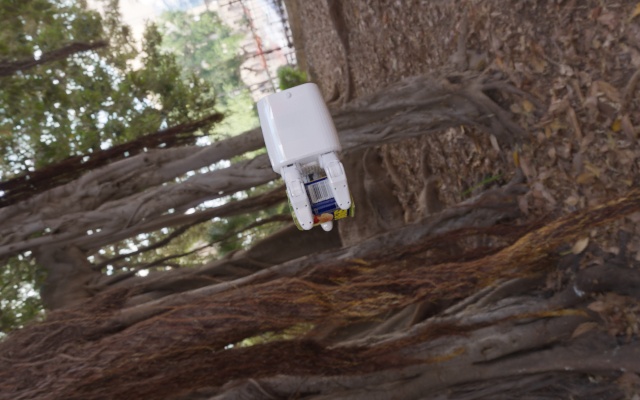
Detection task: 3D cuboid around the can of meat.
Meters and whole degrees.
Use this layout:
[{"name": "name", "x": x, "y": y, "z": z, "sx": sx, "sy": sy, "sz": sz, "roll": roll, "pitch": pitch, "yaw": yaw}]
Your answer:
[{"name": "can of meat", "x": 0.000, "y": 0.002, "z": 0.679, "sx": 0.084, "sy": 0.057, "sz": 0.102, "roll": -17, "pitch": -12, "yaw": -1}]
